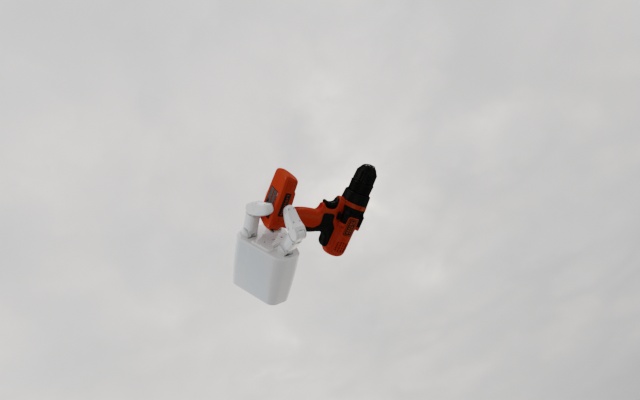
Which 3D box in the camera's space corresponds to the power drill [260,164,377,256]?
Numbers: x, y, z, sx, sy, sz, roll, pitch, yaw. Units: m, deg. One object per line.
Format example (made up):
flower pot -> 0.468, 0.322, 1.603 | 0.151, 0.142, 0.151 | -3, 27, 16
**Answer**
power drill -> 0.000, 0.003, 0.846 | 0.188, 0.184, 0.057 | 16, 13, -30
